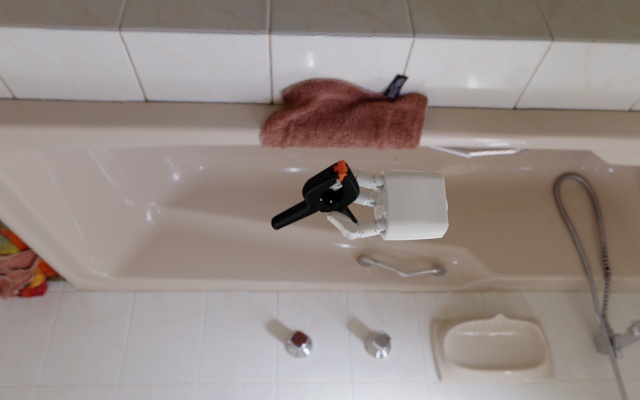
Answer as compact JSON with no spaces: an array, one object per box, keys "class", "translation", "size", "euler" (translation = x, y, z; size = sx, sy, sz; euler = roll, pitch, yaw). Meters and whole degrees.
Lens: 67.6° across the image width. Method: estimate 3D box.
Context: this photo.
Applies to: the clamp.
[{"class":"clamp","translation":[0.000,0.003,0.807],"size":[0.164,0.036,0.210],"euler":[-1,-30,-8]}]
